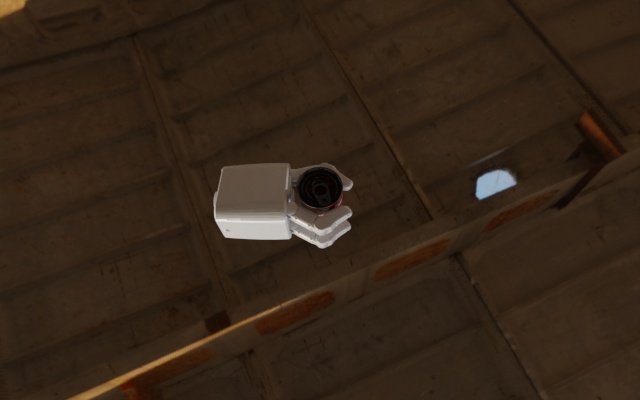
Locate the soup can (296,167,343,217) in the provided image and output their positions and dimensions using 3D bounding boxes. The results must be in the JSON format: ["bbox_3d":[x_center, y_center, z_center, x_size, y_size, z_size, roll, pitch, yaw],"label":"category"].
[{"bbox_3d":[0.001,0.002,0.737,0.068,0.068,0.102,0,-26,2],"label":"soup can"}]
